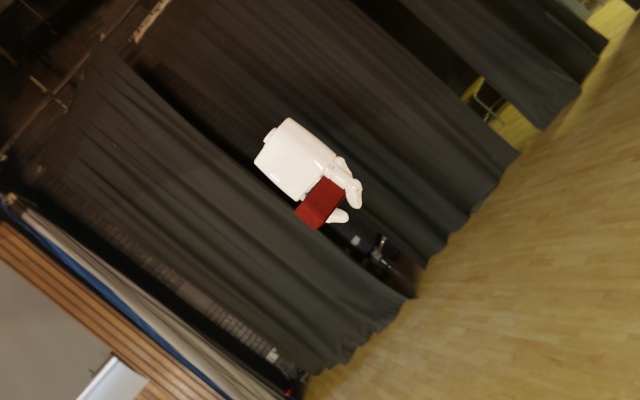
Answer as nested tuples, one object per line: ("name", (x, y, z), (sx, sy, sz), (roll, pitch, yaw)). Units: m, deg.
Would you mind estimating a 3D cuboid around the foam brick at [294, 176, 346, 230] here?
("foam brick", (0.000, 0.003, 0.824), (0.051, 0.078, 0.053), (41, -30, -4))
